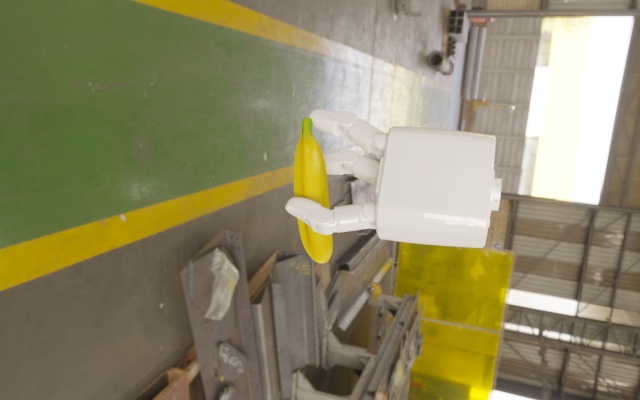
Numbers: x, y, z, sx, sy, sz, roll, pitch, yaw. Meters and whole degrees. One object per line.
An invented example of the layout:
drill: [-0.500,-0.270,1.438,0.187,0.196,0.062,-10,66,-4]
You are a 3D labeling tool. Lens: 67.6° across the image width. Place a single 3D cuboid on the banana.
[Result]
banana: [-0.005,0.008,0.558,0.037,0.198,0.069,4,31,15]
